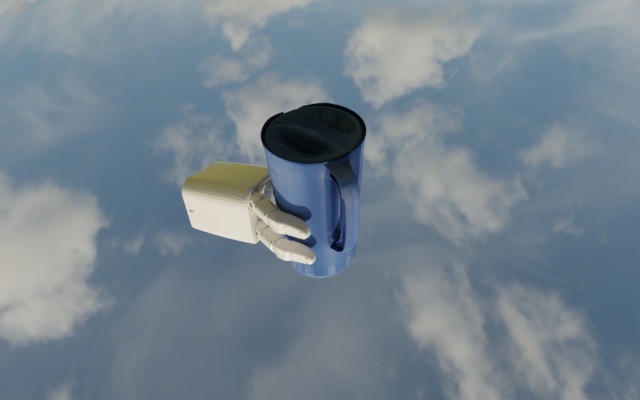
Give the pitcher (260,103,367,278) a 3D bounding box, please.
[{"bbox_3d":[0.000,0.002,0.667,0.145,0.243,0.149,10,44,15],"label":"pitcher"}]
